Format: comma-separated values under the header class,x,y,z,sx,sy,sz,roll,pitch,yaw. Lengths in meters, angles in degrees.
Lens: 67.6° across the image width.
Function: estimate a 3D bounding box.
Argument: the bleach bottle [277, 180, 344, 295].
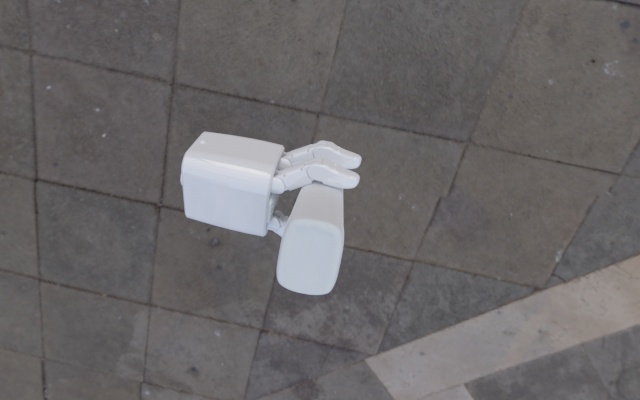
class,x,y,z,sx,sy,sz,roll,pitch,yaw
bleach bottle,0.000,0.002,0.615,0.068,0.103,0.250,11,29,0
